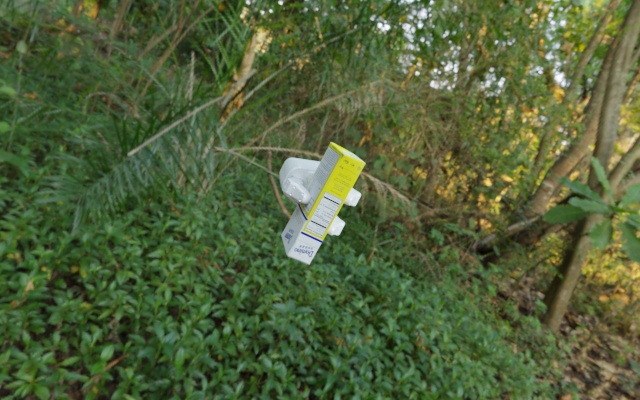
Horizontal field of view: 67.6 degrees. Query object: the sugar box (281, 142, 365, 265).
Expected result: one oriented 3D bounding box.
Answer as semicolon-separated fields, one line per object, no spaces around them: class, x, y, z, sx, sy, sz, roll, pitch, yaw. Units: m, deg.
sugar box;0.001;0.003;0.739;0.048;0.176;0.093;23;11;-16
